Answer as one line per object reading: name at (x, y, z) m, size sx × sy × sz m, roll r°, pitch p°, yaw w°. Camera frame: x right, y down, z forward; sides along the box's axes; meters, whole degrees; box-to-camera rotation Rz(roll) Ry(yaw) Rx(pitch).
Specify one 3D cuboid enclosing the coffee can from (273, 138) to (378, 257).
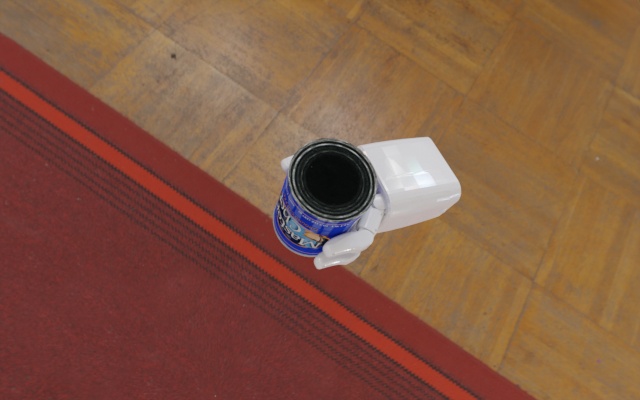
coffee can at (0.000, 0.002, 0.589) m, size 0.103 × 0.102 × 0.140 m, roll 0°, pitch -22°, yaw -13°
